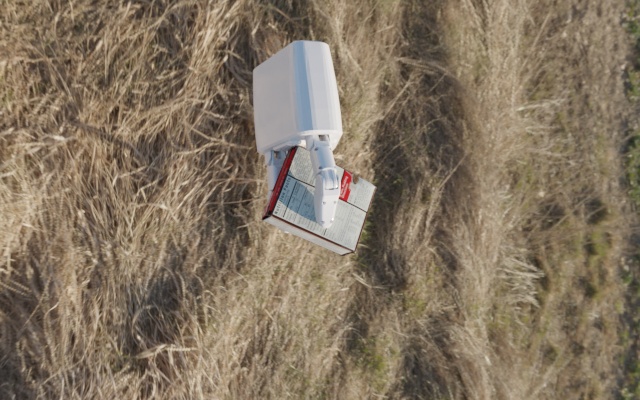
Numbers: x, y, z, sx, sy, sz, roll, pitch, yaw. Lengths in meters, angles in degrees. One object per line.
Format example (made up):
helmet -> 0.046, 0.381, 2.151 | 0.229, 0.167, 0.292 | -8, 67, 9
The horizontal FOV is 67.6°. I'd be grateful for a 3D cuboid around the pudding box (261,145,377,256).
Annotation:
pudding box -> 0.000, 0.002, 0.549 | 0.113, 0.090, 0.039 | 25, -18, -16
